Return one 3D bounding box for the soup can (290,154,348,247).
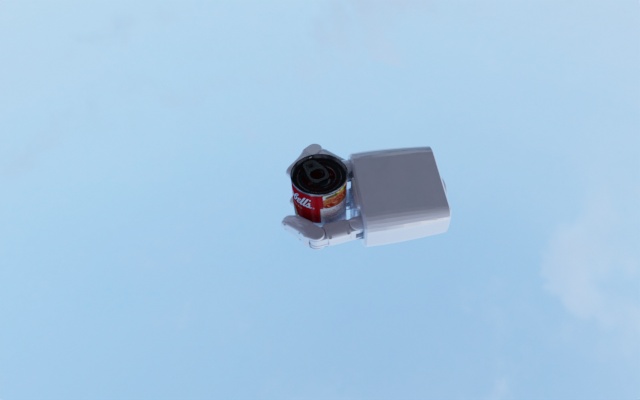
[{"bbox_3d":[0.000,0.002,0.593,0.068,0.068,0.102,0,-41,2],"label":"soup can"}]
